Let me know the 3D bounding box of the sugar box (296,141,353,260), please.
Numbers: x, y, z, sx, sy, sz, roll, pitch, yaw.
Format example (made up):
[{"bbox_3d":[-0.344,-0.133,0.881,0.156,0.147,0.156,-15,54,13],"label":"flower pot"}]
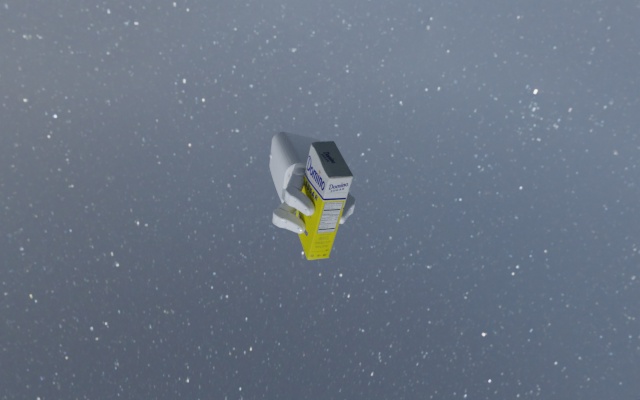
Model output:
[{"bbox_3d":[0.000,0.003,0.765,0.048,0.176,0.093,-5,42,-19],"label":"sugar box"}]
